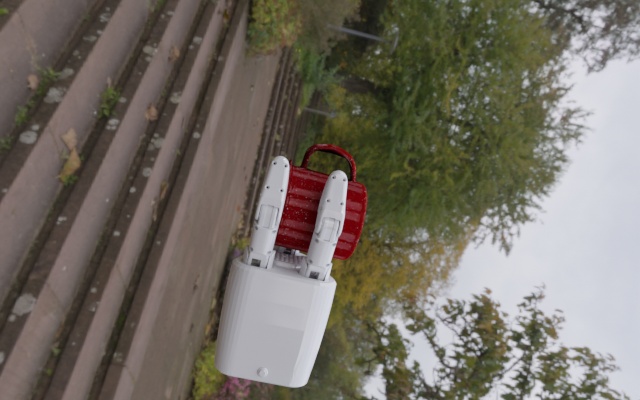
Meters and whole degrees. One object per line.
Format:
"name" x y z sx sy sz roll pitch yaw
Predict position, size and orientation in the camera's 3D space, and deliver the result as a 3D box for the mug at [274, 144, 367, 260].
"mug" 0.001 0.000 0.482 0.081 0.117 0.093 14 7 -7
